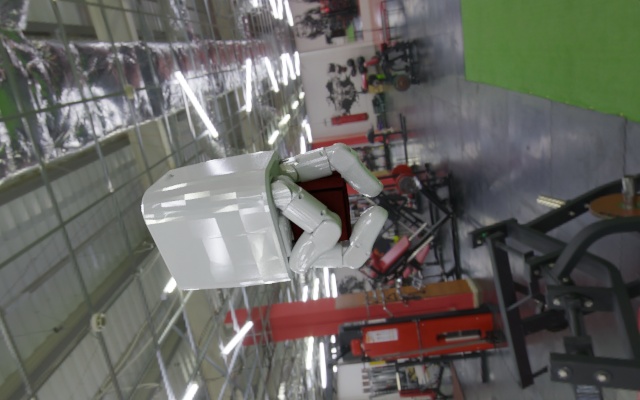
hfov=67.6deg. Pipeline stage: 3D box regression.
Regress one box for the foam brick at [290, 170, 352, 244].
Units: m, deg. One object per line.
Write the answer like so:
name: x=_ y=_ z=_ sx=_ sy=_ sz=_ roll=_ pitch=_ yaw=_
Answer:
foam brick: x=0.000 y=0.001 z=0.448 sx=0.051 sy=0.053 sz=0.078 roll=-8 pitch=19 yaw=5
